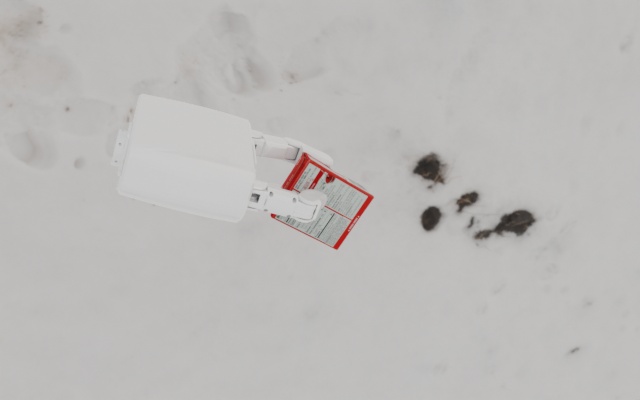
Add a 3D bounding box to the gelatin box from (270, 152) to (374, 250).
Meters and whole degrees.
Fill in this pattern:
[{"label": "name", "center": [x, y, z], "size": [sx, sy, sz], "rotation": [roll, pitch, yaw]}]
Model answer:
[{"label": "gelatin box", "center": [0.000, 0.002, 0.509], "size": [0.089, 0.073, 0.030], "rotation": [28, 13, -22]}]
